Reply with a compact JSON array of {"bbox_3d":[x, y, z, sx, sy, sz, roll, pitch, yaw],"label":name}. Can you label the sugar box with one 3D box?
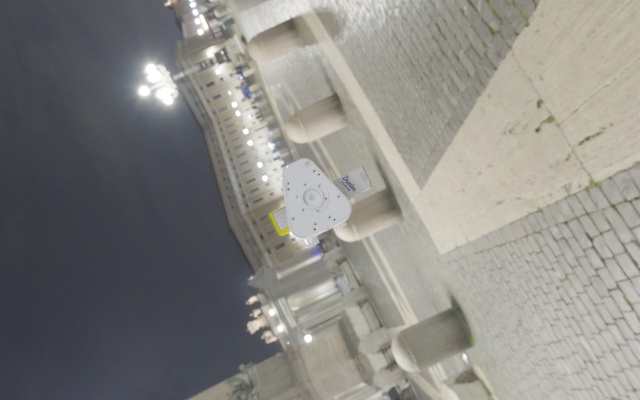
[{"bbox_3d":[0.000,0.003,0.823,0.176,0.048,0.093,-26,-3,-2],"label":"sugar box"}]
